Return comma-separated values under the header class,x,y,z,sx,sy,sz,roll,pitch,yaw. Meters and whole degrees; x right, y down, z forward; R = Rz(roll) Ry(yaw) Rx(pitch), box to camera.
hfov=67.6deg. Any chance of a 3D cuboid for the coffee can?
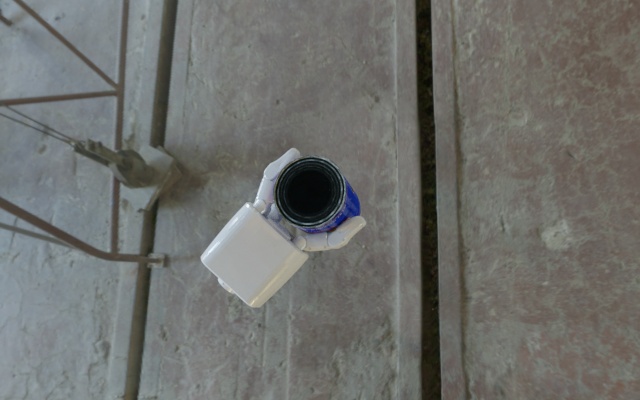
class,x,y,z,sx,sy,sz,roll,pitch,yaw
coffee can,0.000,0.002,0.706,0.103,0.102,0.140,0,-12,13
